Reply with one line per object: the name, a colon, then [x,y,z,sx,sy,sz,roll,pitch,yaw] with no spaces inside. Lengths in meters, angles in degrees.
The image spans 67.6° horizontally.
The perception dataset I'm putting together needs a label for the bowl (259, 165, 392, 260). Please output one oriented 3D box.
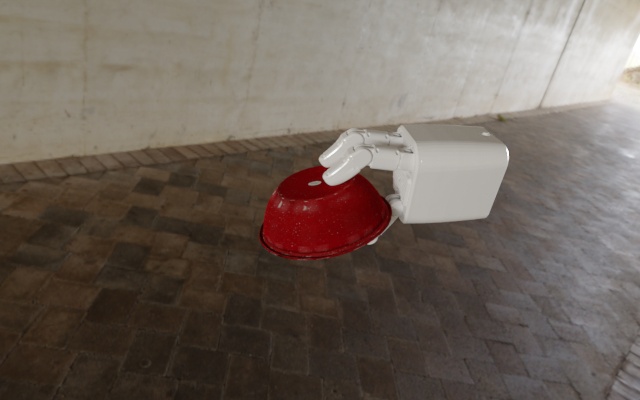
bowl: [-0.001,0.002,0.559,0.162,0.055,0.162,-10,27,5]
